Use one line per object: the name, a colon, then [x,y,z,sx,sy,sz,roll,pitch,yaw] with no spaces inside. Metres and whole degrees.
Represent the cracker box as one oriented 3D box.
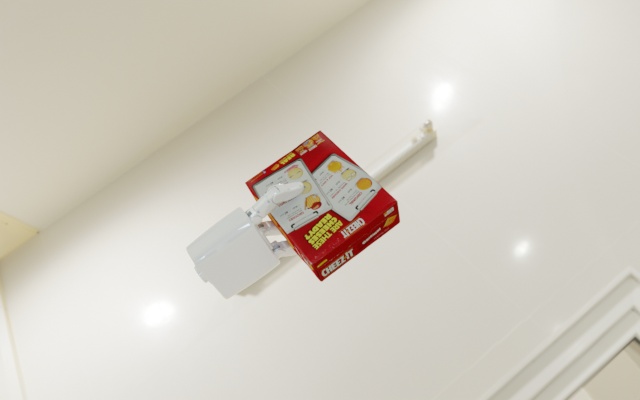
cracker box: [0.000,0.002,0.786,0.164,0.213,0.072,-36,-36,-10]
